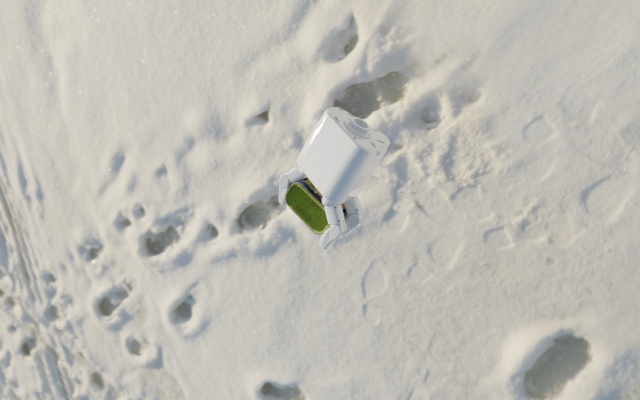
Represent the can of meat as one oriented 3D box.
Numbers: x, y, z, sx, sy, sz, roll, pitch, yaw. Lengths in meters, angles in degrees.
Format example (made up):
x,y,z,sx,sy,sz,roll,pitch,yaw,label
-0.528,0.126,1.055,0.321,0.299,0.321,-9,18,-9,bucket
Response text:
x,y,z,sx,sy,sz,roll,pitch,yaw,label
0.000,0.003,0.819,0.102,0.057,0.084,44,34,13,can of meat
